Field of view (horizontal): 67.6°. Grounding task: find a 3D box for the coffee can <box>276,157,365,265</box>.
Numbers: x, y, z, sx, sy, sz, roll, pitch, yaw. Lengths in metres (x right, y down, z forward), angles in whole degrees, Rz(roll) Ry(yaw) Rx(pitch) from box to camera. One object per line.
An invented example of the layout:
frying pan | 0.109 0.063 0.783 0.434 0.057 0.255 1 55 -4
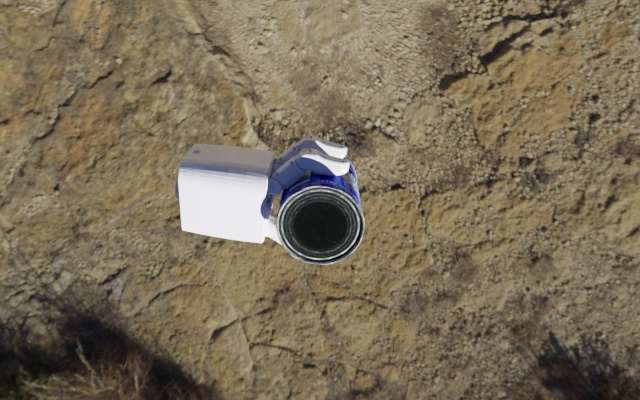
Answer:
coffee can | 0.000 0.002 0.610 0.103 0.103 0.140 0 24 0
